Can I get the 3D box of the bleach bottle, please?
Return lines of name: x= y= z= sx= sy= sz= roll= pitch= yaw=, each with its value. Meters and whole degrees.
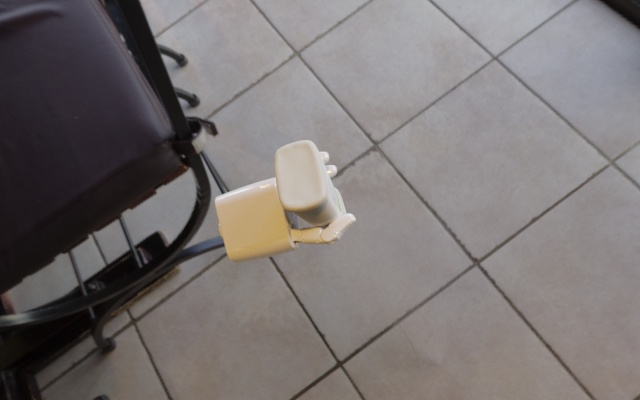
bleach bottle: x=0.000 y=0.002 z=0.745 sx=0.068 sy=0.102 sz=0.251 roll=-15 pitch=-21 yaw=9
